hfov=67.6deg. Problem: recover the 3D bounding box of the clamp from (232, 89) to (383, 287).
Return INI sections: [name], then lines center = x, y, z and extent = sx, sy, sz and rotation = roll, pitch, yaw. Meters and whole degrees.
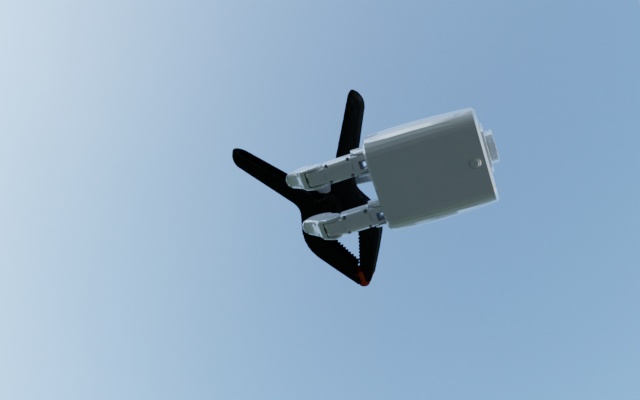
[clamp]
center = 0.001, 0.002, 0.535
extent = 0.164, 0.210, 0.036
rotation = -15, 13, 22
